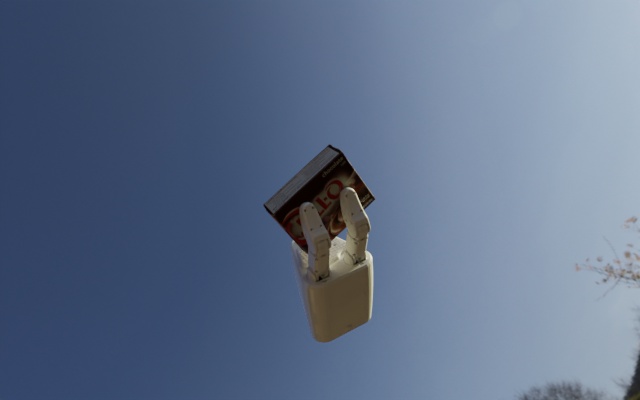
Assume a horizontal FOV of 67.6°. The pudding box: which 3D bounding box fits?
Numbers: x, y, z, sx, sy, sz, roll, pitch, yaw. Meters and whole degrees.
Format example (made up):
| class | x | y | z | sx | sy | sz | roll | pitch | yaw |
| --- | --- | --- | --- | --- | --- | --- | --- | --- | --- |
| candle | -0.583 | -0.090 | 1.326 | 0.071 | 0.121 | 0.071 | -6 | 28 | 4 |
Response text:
| class | x | y | z | sx | sy | sz | roll | pitch | yaw |
| --- | --- | --- | --- | --- | --- | --- | --- | --- | --- |
| pudding box | 0.000 | 0.002 | 0.586 | 0.090 | 0.113 | 0.039 | 51 | -8 | -38 |
